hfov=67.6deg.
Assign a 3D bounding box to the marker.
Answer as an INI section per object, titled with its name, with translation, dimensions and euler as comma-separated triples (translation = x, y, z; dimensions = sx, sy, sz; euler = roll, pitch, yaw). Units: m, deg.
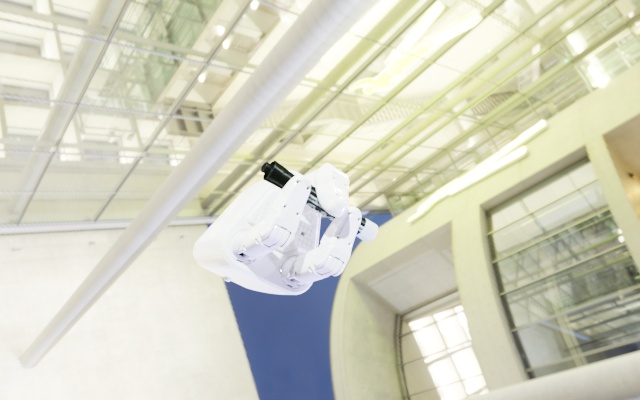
[marker]
translation = 0.000, 0.001, 0.417
dimensions = 0.121, 0.020, 0.020
euler = 32, -14, -23
